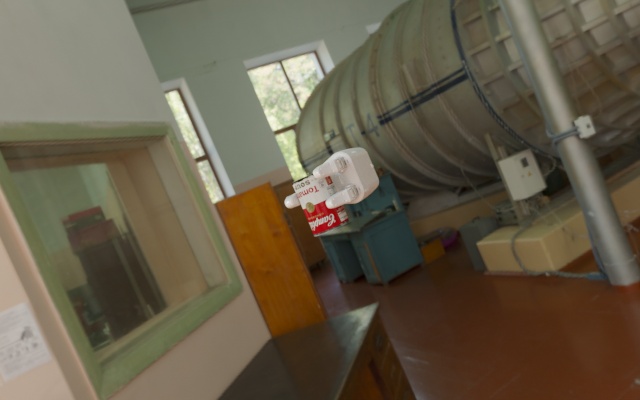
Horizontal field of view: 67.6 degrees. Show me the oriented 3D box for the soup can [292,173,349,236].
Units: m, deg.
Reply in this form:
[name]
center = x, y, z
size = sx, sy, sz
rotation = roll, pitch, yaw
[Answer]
[soup can]
center = 0.000, 0.003, 0.835
size = 0.068, 0.102, 0.068
rotation = -23, 2, 1
